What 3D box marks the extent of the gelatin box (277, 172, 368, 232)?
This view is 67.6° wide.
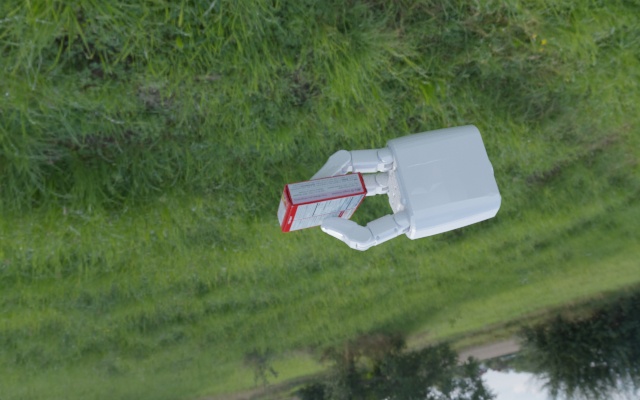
[{"bbox_3d":[0.000,0.002,0.536,0.089,0.030,0.073,-11,-22,-17],"label":"gelatin box"}]
